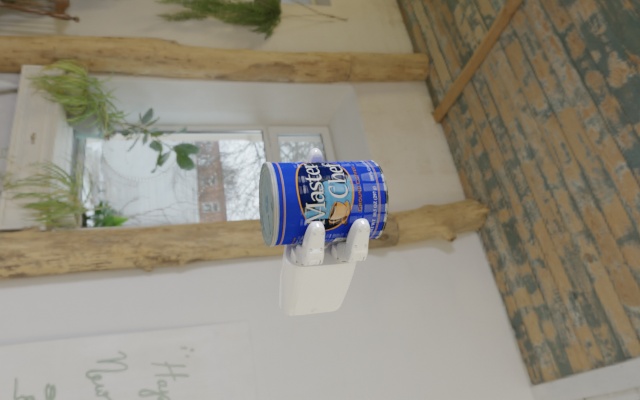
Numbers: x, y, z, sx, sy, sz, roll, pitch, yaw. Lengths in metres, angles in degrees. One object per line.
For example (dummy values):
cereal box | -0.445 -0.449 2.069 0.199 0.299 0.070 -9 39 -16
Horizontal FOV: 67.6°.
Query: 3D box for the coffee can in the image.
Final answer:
coffee can | 0.000 0.002 0.596 0.140 0.103 0.103 -2 1 -16
